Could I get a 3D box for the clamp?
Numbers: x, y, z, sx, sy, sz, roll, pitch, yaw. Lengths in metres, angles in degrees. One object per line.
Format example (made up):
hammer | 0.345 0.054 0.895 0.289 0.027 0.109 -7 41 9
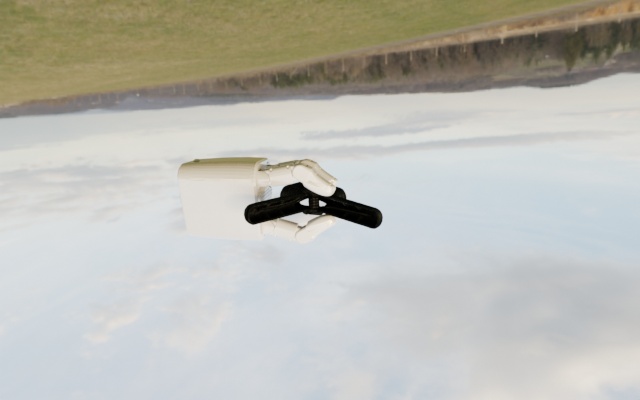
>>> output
clamp | 0.000 0.003 0.651 0.164 0.036 0.210 4 12 5
